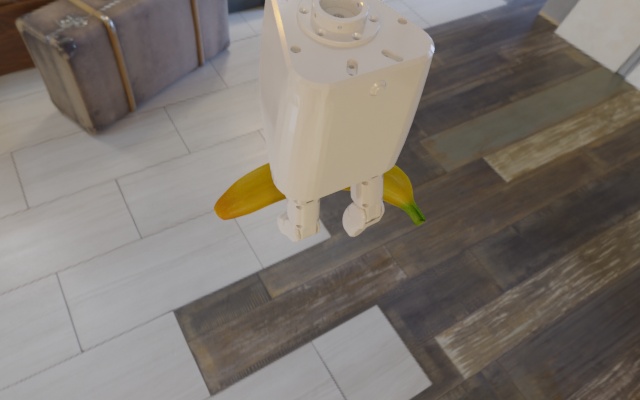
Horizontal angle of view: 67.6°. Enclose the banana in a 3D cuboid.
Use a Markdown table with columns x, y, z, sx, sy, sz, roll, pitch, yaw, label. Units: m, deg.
| x | y | z | sx | sy | sz | roll | pitch | yaw | label |
| --- | --- | --- | --- | --- | --- | --- | --- | --- | --- |
| 0.002 | -0.015 | 0.444 | 0.198 | 0.069 | 0.037 | 1 | -29 | -9 | banana |
